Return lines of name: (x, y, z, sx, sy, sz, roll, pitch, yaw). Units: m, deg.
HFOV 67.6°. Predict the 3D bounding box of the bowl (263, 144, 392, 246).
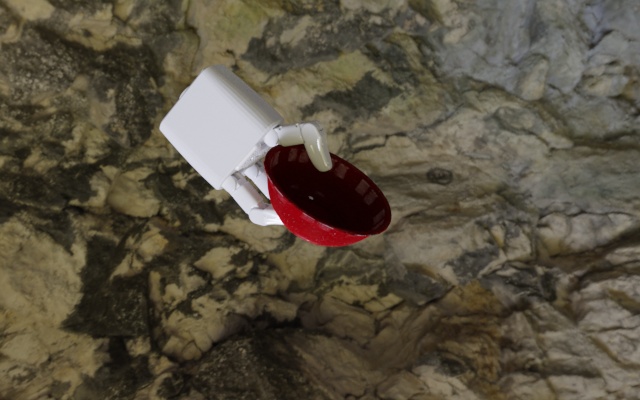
bowl: (0.001, 0.003, 0.555, 0.162, 0.055, 0.162, 22, 31, -14)
